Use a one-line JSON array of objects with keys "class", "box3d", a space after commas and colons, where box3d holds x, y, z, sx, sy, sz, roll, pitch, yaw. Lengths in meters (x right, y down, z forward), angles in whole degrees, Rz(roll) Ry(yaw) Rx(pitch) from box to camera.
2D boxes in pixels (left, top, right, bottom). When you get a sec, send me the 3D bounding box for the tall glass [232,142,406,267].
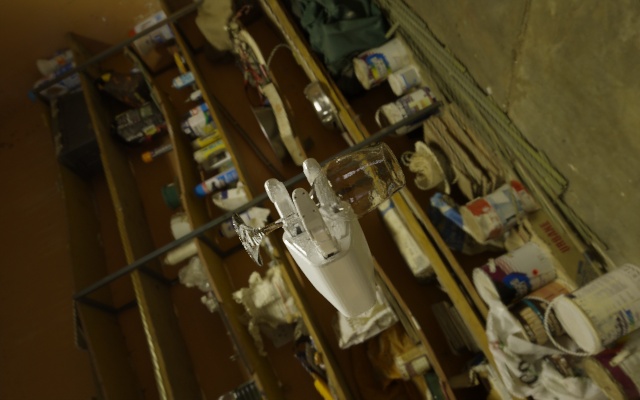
[{"class": "tall glass", "box3d": [-0.001, 0.002, 0.576, 0.201, 0.079, 0.079, -28, 0, 0]}]
